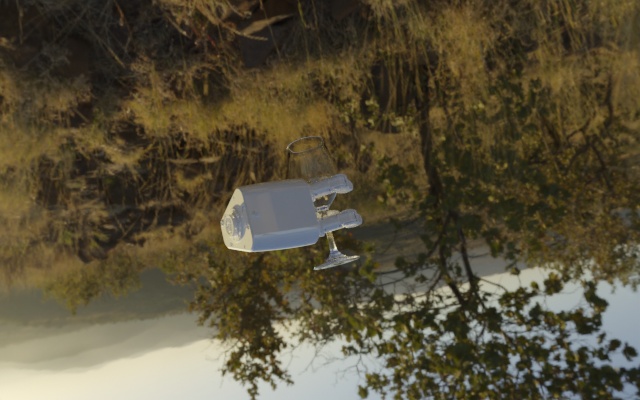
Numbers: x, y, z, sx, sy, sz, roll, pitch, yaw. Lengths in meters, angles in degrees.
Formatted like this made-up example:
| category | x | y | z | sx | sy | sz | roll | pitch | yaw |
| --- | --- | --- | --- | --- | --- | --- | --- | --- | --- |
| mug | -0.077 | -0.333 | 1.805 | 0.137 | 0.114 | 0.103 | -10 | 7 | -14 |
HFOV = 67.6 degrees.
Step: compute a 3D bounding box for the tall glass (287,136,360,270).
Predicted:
| category | x | y | z | sx | sy | sz | roll | pitch | yaw |
| --- | --- | --- | --- | --- | --- | --- | --- | --- | --- |
| tall glass | 0.000 | 0.003 | 0.752 | 0.079 | 0.201 | 0.079 | -14 | -12 | -3 |
